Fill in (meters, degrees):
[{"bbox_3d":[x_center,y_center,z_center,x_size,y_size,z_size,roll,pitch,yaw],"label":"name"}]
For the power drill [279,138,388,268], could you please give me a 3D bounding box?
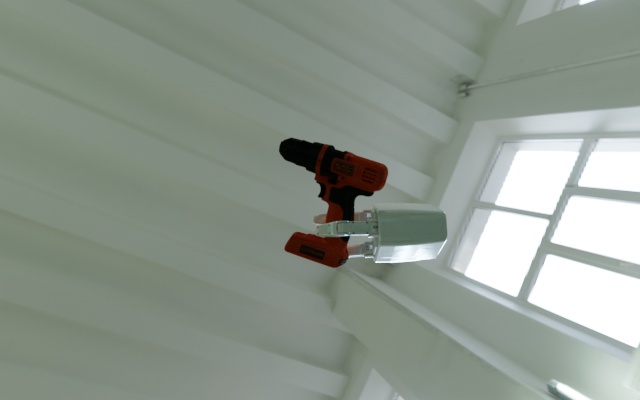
[{"bbox_3d":[0.000,0.003,0.781,0.184,0.188,0.057,19,12,15],"label":"power drill"}]
